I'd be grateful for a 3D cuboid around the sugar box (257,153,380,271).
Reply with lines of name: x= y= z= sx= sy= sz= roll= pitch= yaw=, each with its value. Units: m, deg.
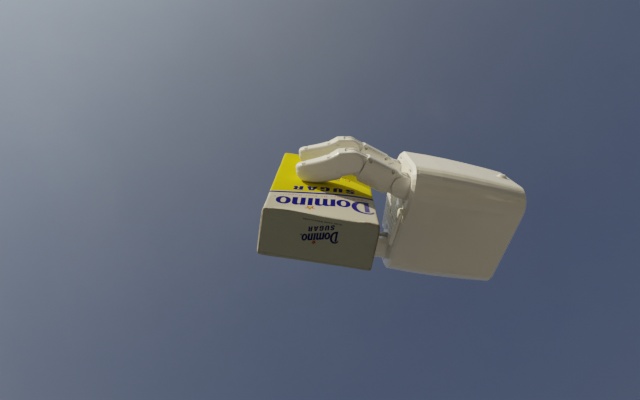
sugar box: x=0.000 y=0.001 z=0.444 sx=0.093 sy=0.048 sz=0.176 roll=9 pitch=17 yaw=-2
